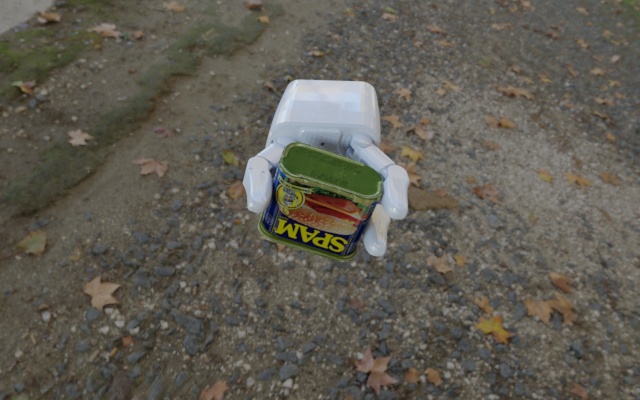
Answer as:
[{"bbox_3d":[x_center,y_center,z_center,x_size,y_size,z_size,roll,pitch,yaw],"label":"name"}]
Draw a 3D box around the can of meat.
[{"bbox_3d":[0.000,0.001,0.453,0.102,0.084,0.057,18,40,-4],"label":"can of meat"}]
